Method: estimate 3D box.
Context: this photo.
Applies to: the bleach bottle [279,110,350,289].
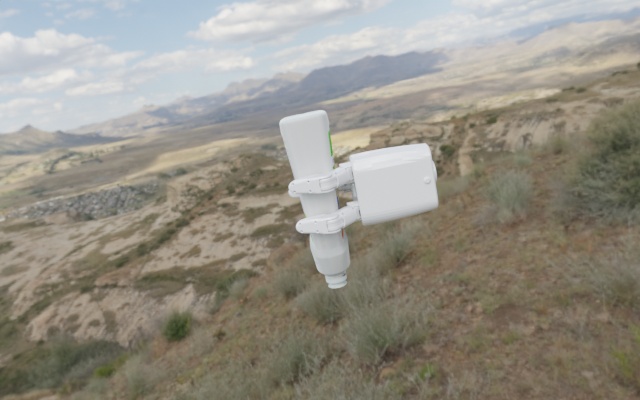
[{"bbox_3d":[0.000,0.002,0.684,0.068,0.251,0.102,-11,13,2],"label":"bleach bottle"}]
